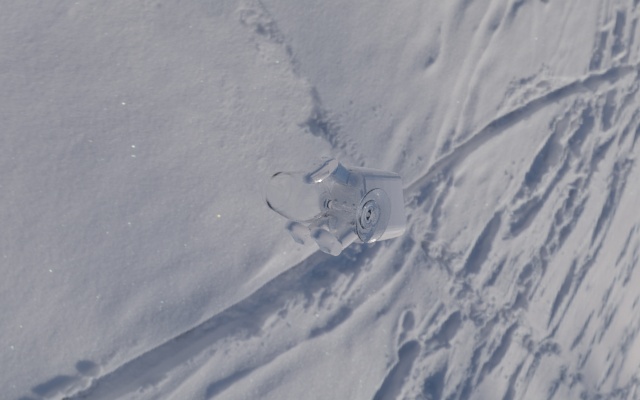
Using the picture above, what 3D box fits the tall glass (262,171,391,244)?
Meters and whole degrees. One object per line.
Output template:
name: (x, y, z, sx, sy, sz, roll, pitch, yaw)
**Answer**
tall glass: (0.000, 0.002, 0.693, 0.201, 0.079, 0.079, 15, 10, 43)
